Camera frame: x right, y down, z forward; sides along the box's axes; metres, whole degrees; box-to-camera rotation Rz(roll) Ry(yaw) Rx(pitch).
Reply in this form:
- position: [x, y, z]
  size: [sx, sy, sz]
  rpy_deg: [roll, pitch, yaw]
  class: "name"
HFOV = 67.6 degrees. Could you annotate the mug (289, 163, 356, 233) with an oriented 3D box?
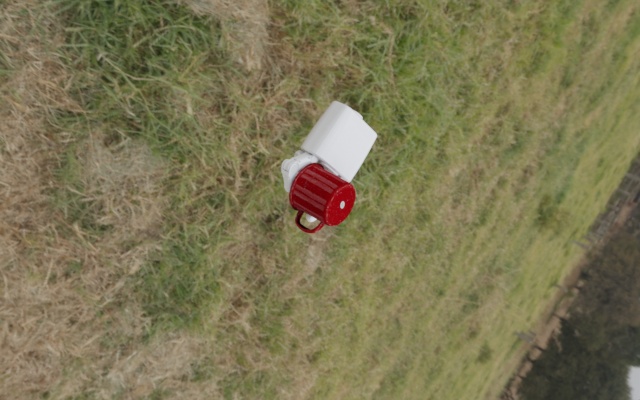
- position: [-0.001, 0.004, 0.822]
  size: [0.081, 0.117, 0.093]
  rpy_deg: [30, -5, 33]
  class: "mug"
